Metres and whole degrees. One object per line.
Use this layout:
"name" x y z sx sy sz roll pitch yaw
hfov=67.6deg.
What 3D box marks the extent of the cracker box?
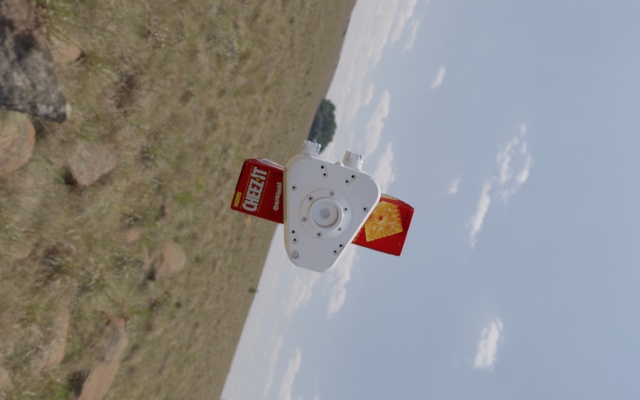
"cracker box" 0.000 0.002 0.645 0.214 0.072 0.164 17 3 -4
